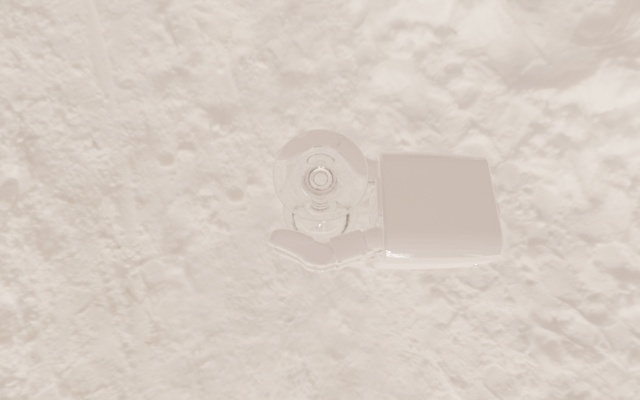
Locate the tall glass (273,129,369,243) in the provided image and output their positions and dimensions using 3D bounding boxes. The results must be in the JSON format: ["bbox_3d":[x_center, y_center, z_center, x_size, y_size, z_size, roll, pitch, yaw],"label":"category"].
[{"bbox_3d":[0.000,0.001,0.462,0.079,0.079,0.201,0,-13,-1],"label":"tall glass"}]
